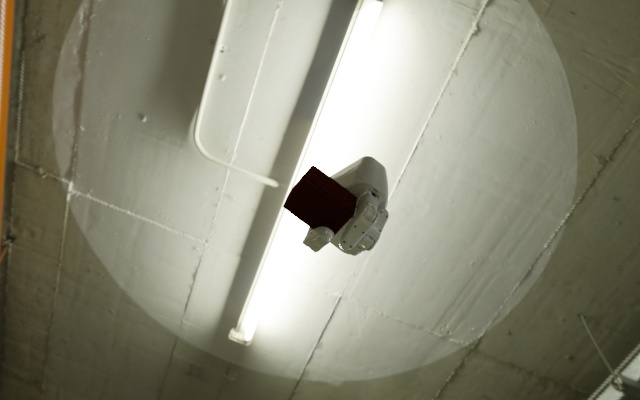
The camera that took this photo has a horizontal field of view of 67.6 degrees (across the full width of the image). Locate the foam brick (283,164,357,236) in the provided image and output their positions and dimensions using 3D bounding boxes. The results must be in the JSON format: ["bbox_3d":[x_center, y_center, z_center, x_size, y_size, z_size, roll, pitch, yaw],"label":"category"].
[{"bbox_3d":[0.000,0.002,0.614,0.078,0.053,0.051,37,26,-10],"label":"foam brick"}]
